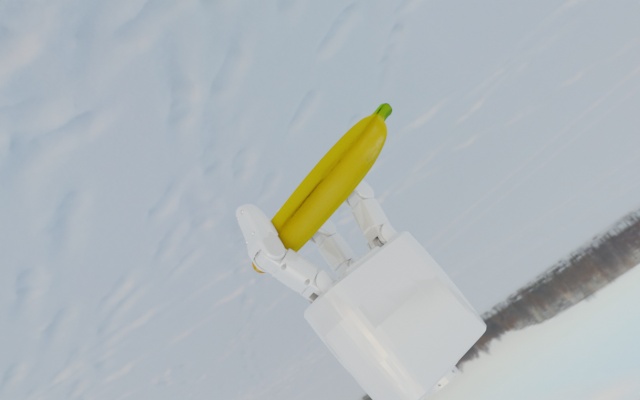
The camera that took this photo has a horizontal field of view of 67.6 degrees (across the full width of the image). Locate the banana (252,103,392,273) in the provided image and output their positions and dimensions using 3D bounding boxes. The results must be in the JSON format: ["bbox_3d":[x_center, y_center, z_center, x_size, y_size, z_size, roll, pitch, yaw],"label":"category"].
[{"bbox_3d":[-0.003,0.001,0.408,0.037,0.198,0.069,43,15,7],"label":"banana"}]
